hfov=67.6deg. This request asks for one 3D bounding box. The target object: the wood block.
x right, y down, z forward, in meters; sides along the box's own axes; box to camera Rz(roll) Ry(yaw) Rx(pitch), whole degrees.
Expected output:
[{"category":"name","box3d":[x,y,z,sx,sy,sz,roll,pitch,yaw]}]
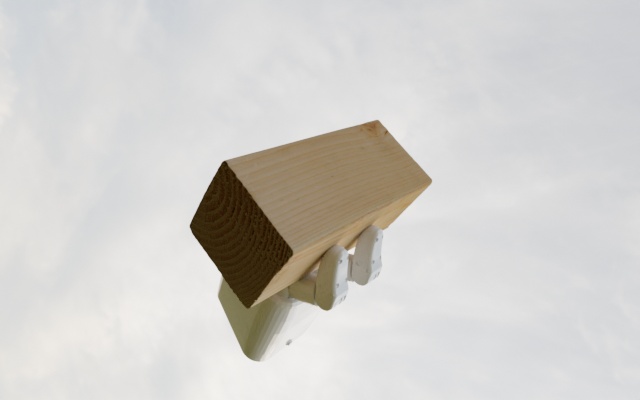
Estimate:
[{"category":"wood block","box3d":[0.000,0.001,0.439,0.206,0.091,0.090,-23,-22,-47]}]
